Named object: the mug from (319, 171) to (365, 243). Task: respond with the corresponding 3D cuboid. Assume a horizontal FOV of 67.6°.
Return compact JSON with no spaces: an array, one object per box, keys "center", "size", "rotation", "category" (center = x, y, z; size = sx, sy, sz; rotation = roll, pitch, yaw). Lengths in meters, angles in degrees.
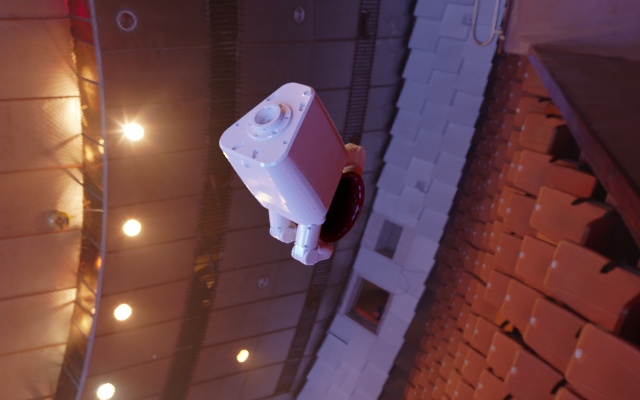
[{"center":[0.000,0.003,0.614],"size":[0.081,0.093,0.117],"rotation":[25,-21,35],"category":"mug"}]
